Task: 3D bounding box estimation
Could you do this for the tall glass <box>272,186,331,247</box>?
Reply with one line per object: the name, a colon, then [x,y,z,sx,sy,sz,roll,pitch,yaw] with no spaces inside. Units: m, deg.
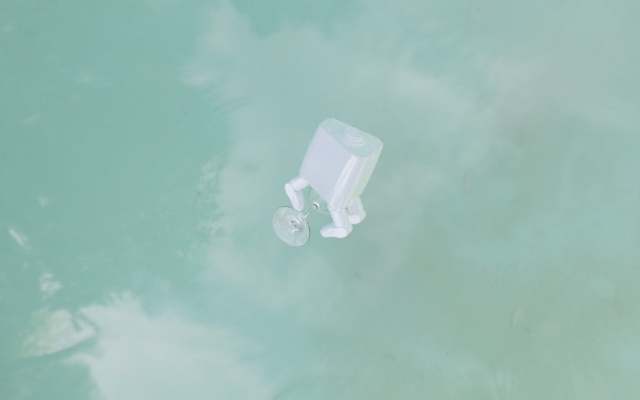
tall glass: [0.000,0.003,0.862,0.079,0.079,0.201,0,24,33]
